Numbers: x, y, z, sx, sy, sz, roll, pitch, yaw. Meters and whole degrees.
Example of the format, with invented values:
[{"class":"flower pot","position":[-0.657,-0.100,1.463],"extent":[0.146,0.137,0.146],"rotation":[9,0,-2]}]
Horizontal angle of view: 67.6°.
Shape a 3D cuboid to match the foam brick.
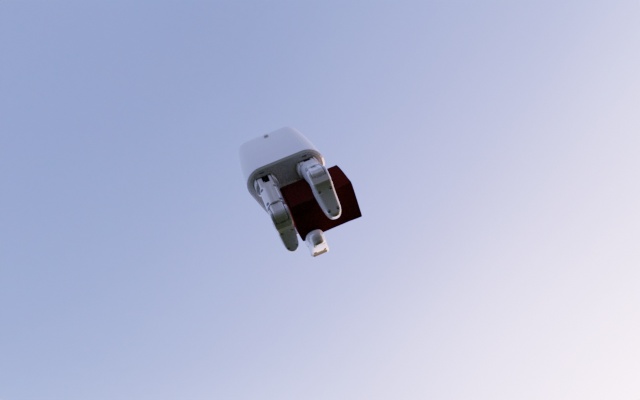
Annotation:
[{"class":"foam brick","position":[0.000,0.002,0.567],"extent":[0.078,0.053,0.051],"rotation":[-22,33,-7]}]
